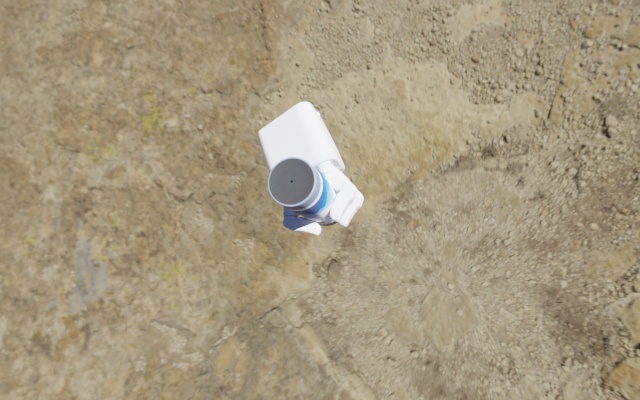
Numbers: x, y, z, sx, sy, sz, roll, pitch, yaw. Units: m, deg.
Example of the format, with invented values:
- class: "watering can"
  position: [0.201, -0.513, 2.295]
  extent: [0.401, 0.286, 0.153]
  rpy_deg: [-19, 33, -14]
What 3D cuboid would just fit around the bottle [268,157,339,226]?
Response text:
- class: "bottle"
  position: [0.000, 0.003, 0.756]
  extent: [0.069, 0.069, 0.296]
  rpy_deg: [0, -11, 15]
